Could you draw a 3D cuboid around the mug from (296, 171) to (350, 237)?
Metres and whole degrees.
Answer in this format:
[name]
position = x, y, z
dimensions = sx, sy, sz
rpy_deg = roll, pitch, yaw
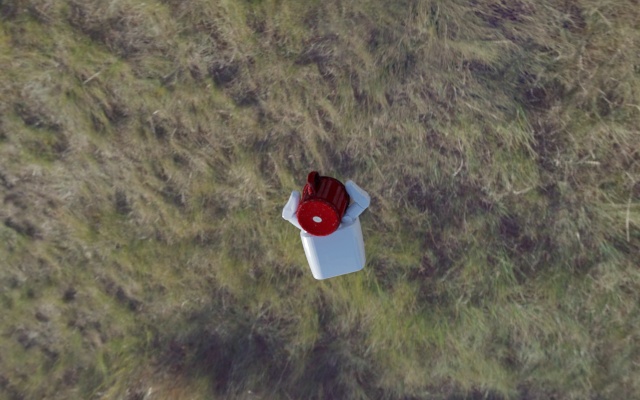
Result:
[mug]
position = 0.000, 0.002, 0.874
dimensions = 0.093, 0.117, 0.081
rpy_deg = -8, 26, 16
